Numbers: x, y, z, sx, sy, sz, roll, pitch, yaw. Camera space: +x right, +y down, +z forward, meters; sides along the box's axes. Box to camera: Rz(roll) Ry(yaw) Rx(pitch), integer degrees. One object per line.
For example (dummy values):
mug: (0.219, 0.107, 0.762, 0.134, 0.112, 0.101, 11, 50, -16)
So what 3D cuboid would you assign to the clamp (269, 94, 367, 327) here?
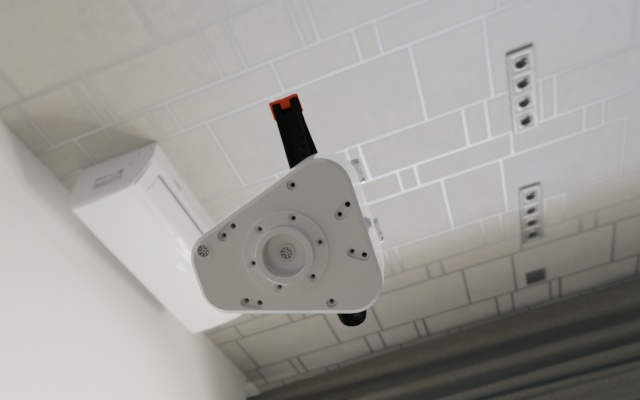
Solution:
clamp: (-0.001, 0.001, 0.472, 0.036, 0.210, 0.164, -19, 3, 4)
